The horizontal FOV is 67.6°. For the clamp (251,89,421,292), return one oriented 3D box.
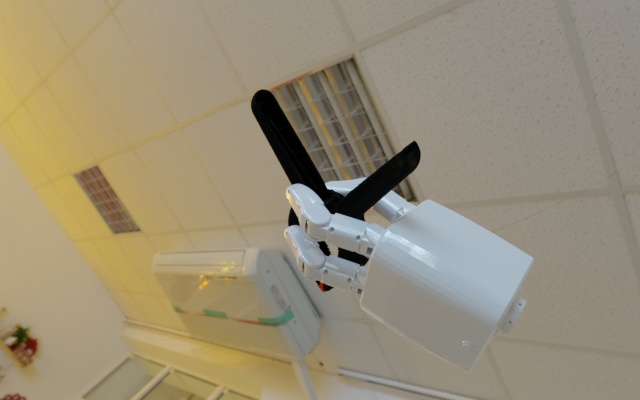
[{"bbox_3d":[0.001,0.002,0.451,0.164,0.210,0.036,31,48,24],"label":"clamp"}]
